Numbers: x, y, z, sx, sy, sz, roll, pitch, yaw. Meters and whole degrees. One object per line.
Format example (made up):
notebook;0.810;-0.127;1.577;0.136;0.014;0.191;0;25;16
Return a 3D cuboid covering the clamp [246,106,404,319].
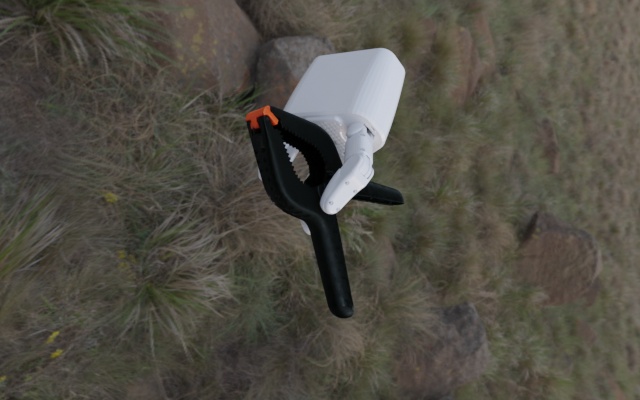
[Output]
clamp;0.000;0.001;0.459;0.036;0.164;0.210;-10;-44;44
